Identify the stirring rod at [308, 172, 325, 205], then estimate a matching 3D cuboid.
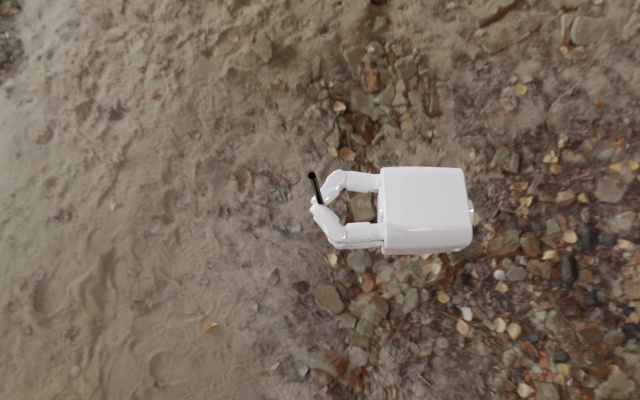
[{"bbox_3d":[0.000,0.002,0.601,0.011,0.011,0.239,0,-13,4],"label":"stirring rod"}]
